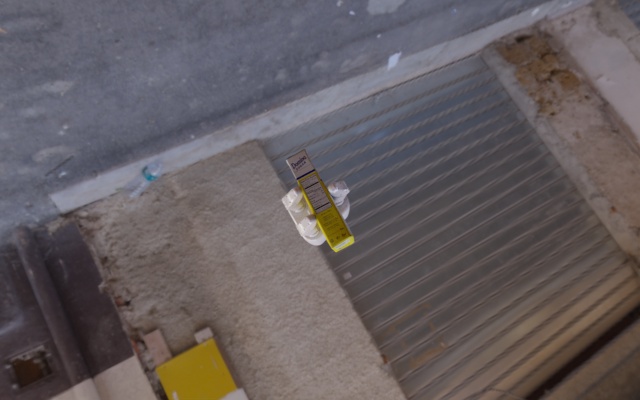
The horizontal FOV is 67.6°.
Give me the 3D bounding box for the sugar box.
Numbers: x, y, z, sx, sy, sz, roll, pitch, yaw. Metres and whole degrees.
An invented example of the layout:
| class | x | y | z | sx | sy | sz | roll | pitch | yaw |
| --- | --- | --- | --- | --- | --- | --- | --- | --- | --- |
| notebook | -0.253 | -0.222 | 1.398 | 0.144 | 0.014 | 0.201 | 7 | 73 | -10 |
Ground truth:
| class | x | y | z | sx | sy | sz | roll | pitch | yaw |
| --- | --- | --- | --- | --- | --- | --- | --- | --- | --- |
| sugar box | 0.000 | 0.003 | 0.852 | 0.048 | 0.176 | 0.093 | -30 | -12 | -1 |
